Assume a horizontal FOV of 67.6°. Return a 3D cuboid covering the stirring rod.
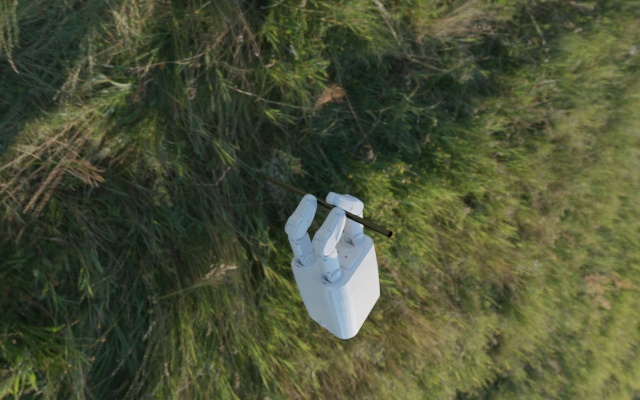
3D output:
[{"bbox_3d":[0.000,0.002,0.625,0.011,0.011,0.239,0,18,-44],"label":"stirring rod"}]
